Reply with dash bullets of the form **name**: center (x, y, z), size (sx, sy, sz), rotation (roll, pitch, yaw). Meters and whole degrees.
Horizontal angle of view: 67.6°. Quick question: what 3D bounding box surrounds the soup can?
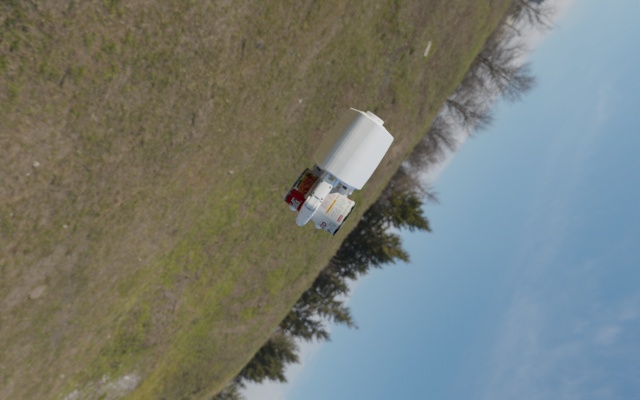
- **soup can**: center (0.000, 0.003, 0.792), size (0.102, 0.068, 0.068), rotation (36, 1, 1)
